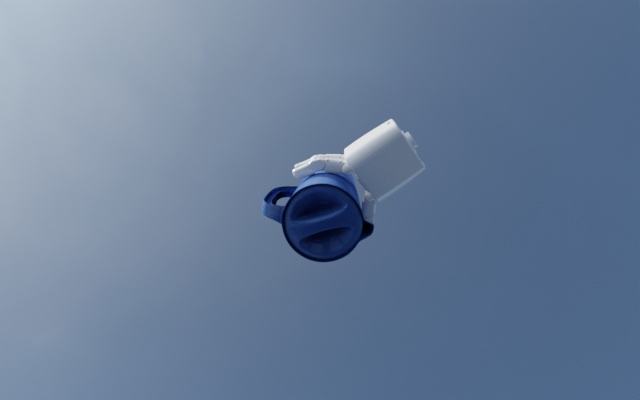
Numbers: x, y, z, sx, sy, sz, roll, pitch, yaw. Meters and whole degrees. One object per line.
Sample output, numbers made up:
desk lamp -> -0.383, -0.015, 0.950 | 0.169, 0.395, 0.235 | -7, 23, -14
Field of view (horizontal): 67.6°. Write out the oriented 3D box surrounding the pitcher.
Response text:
pitcher -> 0.000, 0.003, 0.870 | 0.145, 0.149, 0.242 | -35, 11, 12
